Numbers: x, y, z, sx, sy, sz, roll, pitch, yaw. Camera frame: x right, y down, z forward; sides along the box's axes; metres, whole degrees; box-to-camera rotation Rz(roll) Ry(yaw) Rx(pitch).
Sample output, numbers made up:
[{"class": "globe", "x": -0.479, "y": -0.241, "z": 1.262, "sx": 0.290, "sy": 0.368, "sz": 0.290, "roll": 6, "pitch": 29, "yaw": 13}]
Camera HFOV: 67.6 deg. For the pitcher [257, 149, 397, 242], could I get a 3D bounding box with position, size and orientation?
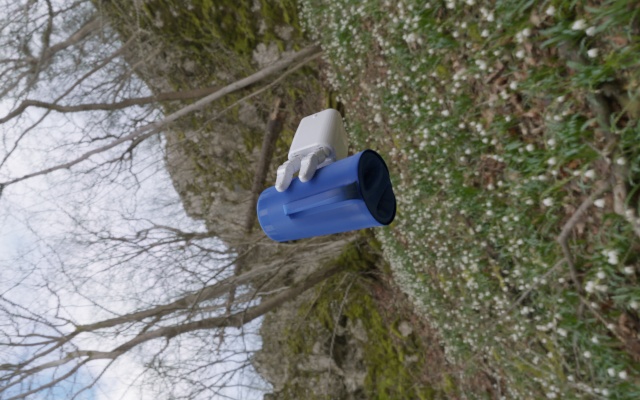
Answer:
[{"class": "pitcher", "x": 0.000, "y": 0.003, "z": 0.860, "sx": 0.243, "sy": 0.145, "sz": 0.149, "roll": -16, "pitch": -46, "yaw": 32}]
